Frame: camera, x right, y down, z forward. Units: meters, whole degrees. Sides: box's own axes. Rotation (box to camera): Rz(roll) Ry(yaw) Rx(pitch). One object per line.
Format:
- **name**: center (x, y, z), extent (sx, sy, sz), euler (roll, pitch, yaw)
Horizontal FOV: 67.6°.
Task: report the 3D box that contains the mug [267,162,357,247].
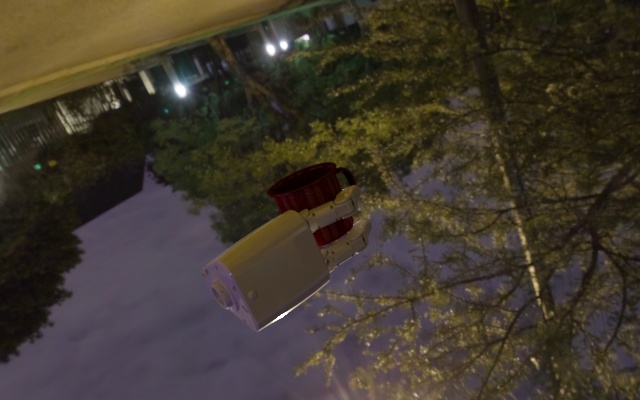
- **mug**: center (0.001, 0.001, 0.609), extent (0.117, 0.081, 0.093), euler (-33, 19, -29)
